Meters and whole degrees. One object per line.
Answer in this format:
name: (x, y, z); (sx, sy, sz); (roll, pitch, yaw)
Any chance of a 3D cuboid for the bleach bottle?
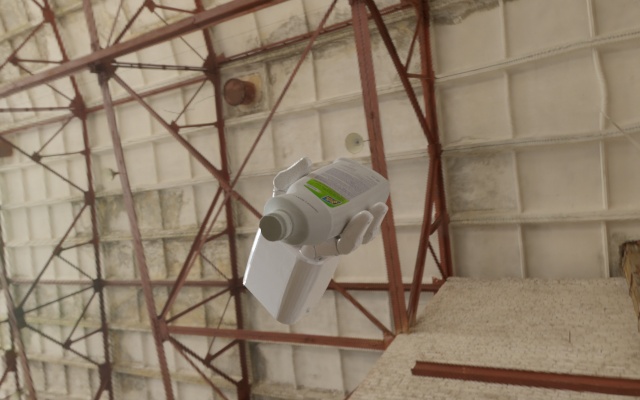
bleach bottle: (0.000, 0.002, 0.602); (0.102, 0.068, 0.251); (28, 23, 21)
